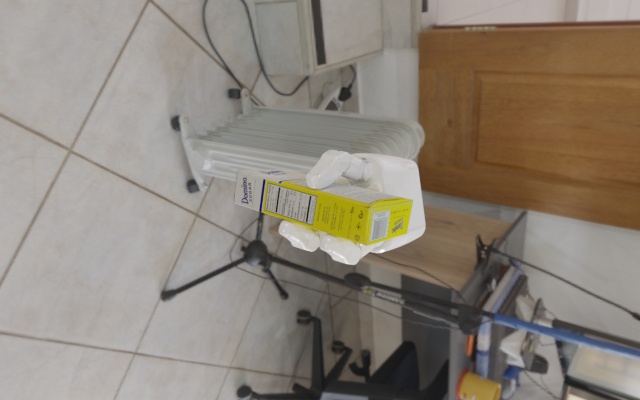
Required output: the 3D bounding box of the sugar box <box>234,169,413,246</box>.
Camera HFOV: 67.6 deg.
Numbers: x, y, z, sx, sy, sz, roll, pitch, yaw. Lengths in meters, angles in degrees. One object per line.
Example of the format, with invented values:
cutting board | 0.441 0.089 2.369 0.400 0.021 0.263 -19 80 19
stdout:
sugar box | 0.000 0.002 0.523 0.176 0.048 0.093 13 11 34
